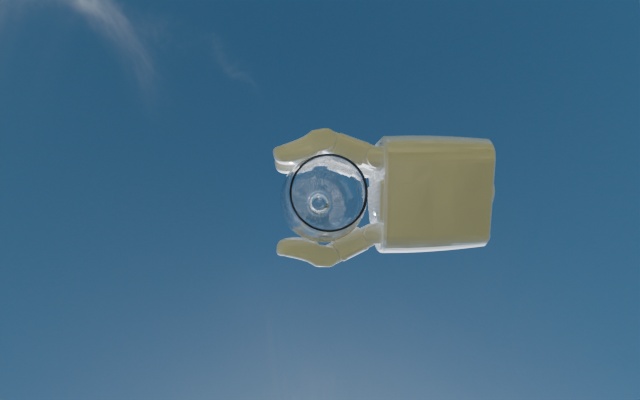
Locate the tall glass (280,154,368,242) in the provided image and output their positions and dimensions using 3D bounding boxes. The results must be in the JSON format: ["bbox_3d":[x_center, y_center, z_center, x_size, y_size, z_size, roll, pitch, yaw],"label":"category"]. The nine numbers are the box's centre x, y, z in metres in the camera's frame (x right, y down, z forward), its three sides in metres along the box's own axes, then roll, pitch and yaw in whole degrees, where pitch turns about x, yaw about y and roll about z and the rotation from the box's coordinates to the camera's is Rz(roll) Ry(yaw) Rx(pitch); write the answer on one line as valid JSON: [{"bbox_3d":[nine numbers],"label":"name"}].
[{"bbox_3d":[0.000,0.002,0.469,0.079,0.079,0.201,0,-4,-4],"label":"tall glass"}]
